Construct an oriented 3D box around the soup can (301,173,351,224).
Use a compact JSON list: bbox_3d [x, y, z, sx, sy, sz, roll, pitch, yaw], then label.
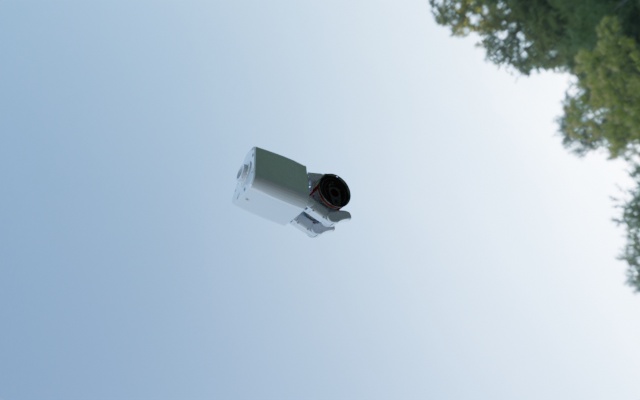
[{"bbox_3d":[0.000,0.003,0.891,0.068,0.068,0.102,0,-25,-36],"label":"soup can"}]
